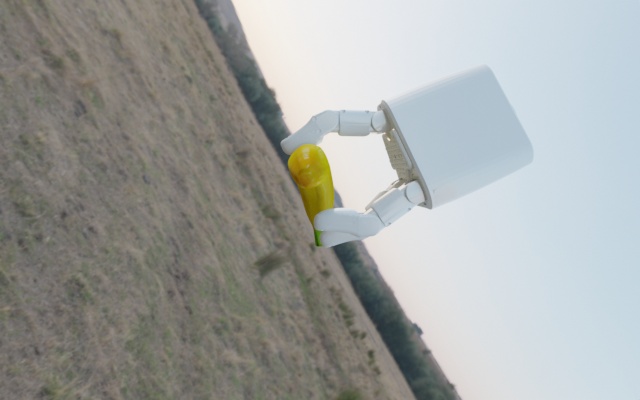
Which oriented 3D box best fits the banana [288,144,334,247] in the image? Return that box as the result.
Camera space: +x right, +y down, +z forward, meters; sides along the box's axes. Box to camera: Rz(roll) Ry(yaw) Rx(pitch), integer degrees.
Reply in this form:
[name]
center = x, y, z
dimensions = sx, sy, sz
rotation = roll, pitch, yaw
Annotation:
[banana]
center = -0.005, -0.014, 0.459
dimensions = 0.037, 0.069, 0.198
rotation = -16, -21, 0
